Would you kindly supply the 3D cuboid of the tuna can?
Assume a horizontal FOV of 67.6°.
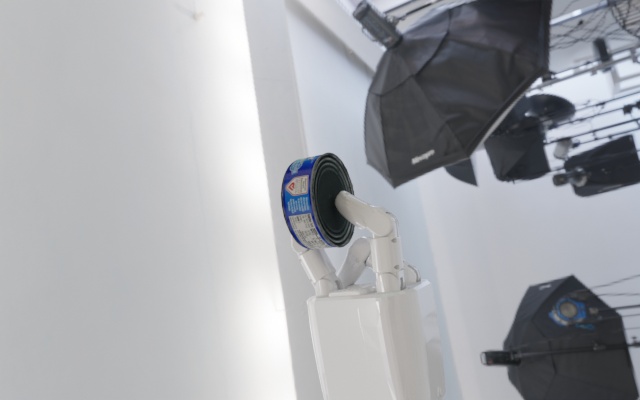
[{"bbox_3d":[0.000,0.001,0.435,0.034,0.086,0.086,-9,-4,27],"label":"tuna can"}]
